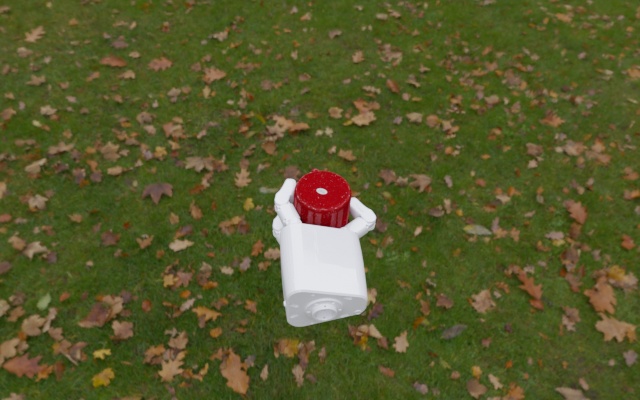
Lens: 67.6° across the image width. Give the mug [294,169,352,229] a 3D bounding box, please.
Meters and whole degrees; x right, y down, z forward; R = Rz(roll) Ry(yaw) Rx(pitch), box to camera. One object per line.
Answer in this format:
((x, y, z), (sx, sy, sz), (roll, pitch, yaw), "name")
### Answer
((0.000, 0.001, 0.708), (0.093, 0.117, 0.082), (-3, -42, -7), "mug")
